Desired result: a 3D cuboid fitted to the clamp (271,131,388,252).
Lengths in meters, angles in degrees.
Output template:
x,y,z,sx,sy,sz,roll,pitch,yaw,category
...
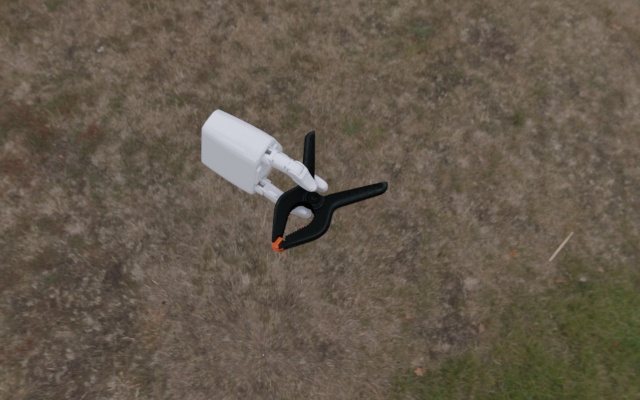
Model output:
x,y,z,sx,sy,sz,roll,pitch,yaw,category
0.000,0.003,0.773,0.164,0.210,0.036,29,-19,9,clamp
